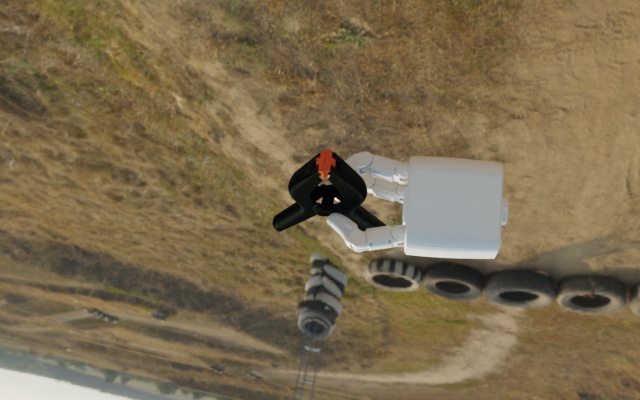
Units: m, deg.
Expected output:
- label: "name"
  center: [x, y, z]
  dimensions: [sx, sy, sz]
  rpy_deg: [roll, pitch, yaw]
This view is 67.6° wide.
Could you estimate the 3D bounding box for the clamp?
- label: "clamp"
  center: [0.000, 0.002, 0.605]
  dimensions: [0.164, 0.036, 0.210]
  rpy_deg: [1, -25, 11]
